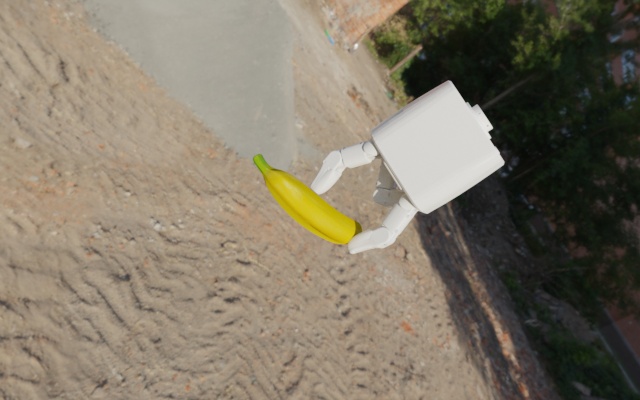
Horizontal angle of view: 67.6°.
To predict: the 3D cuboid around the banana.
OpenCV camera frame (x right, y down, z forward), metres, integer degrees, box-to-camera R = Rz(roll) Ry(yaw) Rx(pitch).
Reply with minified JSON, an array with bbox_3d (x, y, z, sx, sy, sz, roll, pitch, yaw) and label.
[{"bbox_3d":[0.001,0.013,0.566,0.037,0.069,0.198,-34,-47,20],"label":"banana"}]
